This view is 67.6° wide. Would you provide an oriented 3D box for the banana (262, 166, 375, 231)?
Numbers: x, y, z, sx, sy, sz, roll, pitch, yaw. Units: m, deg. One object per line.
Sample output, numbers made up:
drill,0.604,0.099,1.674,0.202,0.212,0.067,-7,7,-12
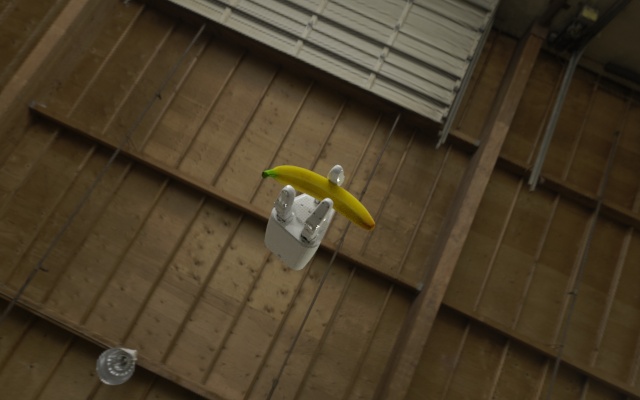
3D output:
banana,0.000,-0.010,0.775,0.198,0.037,0.069,25,38,-7
